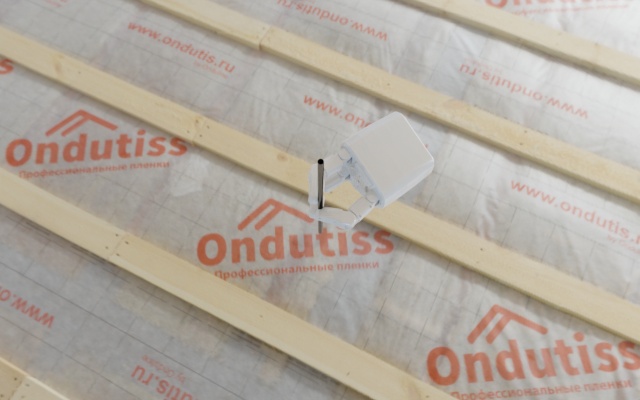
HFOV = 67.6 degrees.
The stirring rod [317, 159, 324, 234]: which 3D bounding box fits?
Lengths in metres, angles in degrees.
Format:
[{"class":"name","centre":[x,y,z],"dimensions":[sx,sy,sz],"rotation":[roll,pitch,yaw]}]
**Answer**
[{"class":"stirring rod","centre":[0.000,0.002,0.688],"dimensions":[0.011,0.011,0.240],"rotation":[0,-24,0]}]
